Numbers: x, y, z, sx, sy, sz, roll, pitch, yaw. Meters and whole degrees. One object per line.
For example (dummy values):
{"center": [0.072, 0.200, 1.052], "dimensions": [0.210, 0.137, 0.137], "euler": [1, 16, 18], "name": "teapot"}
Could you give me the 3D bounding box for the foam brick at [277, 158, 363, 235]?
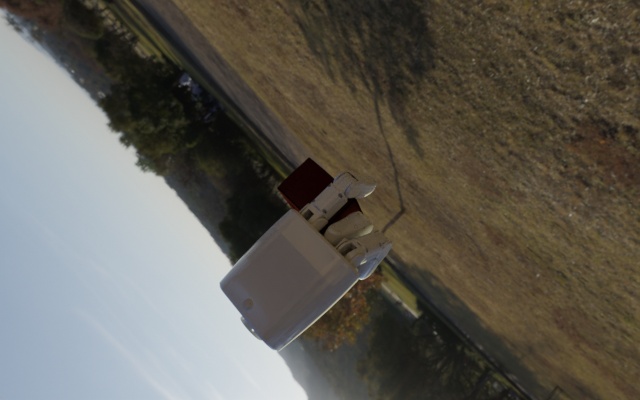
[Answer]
{"center": [0.000, 0.002, 0.525], "dimensions": [0.078, 0.051, 0.053], "euler": [43, -7, 27], "name": "foam brick"}
